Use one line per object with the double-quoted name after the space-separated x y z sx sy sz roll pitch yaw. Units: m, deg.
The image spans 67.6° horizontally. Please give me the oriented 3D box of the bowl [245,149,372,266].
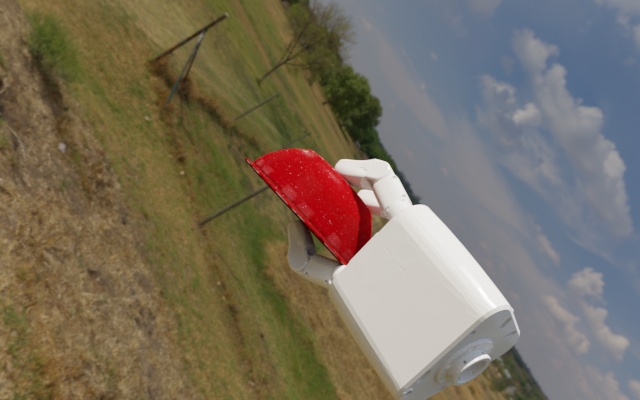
0.000 0.000 0.473 0.055 0.162 0.162 -43 3 -3 "bowl"
